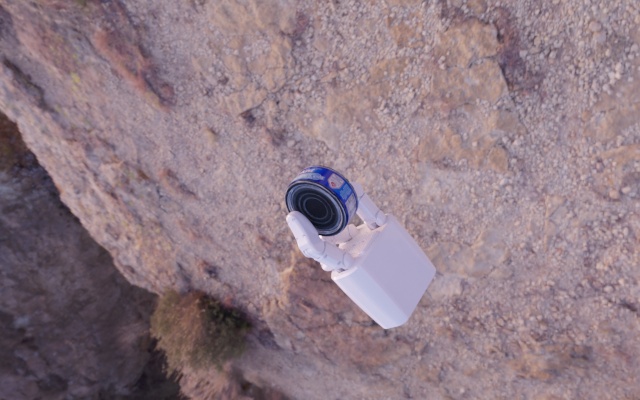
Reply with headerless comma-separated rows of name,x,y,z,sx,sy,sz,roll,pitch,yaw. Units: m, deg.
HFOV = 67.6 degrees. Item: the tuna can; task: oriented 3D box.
tuna can,0.000,0.002,0.576,0.086,0.086,0.033,0,36,34
